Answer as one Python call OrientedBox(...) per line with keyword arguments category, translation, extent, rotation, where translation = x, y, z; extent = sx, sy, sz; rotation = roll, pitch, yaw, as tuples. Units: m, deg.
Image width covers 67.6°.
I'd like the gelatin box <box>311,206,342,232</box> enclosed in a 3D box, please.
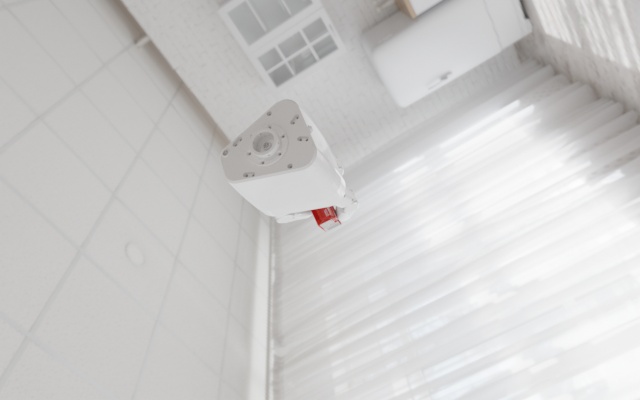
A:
OrientedBox(category="gelatin box", translation=(0.000, 0.002, 0.682), extent=(0.030, 0.073, 0.089), rotation=(-25, -12, 3))
